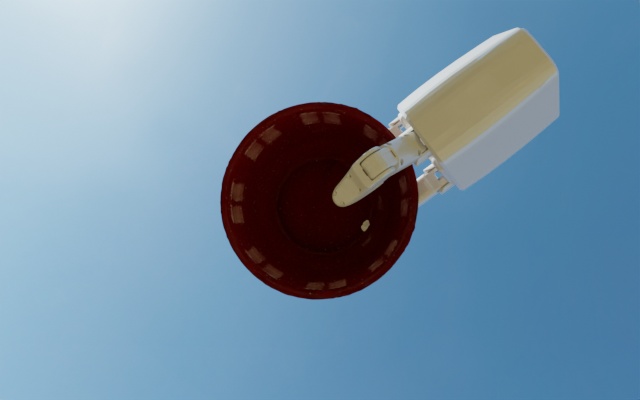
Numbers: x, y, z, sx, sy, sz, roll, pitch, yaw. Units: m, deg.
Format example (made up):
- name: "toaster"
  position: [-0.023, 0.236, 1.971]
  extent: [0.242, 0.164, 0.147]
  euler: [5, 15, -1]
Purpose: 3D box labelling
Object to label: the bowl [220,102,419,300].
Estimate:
- name: "bowl"
  position: [-0.001, 0.002, 0.410]
  extent: [0.162, 0.162, 0.055]
  euler: [0, -7, 6]
